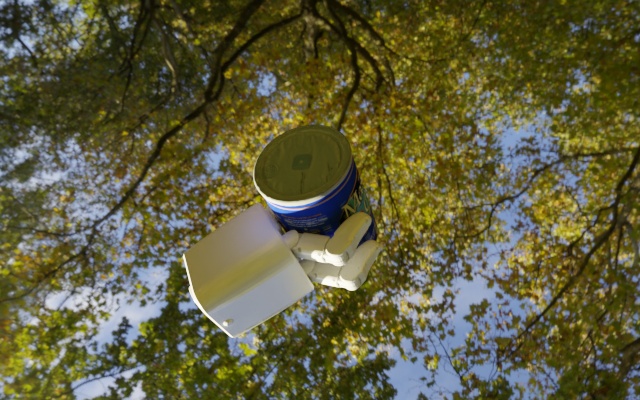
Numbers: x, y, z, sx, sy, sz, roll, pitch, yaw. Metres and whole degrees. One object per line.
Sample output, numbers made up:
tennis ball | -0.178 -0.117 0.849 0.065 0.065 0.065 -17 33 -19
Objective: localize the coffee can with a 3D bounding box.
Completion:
coffee can | 0.000 0.001 0.527 0.103 0.102 0.140 0 -36 20
